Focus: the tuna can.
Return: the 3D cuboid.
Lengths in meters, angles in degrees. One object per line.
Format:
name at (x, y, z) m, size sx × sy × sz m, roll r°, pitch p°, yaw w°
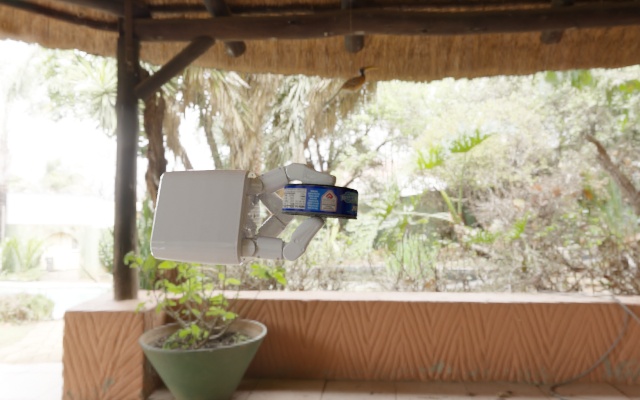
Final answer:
tuna can at (0.000, 0.001, 0.536) m, size 0.086 × 0.034 × 0.086 m, roll 5°, pitch -3°, yaw 0°
